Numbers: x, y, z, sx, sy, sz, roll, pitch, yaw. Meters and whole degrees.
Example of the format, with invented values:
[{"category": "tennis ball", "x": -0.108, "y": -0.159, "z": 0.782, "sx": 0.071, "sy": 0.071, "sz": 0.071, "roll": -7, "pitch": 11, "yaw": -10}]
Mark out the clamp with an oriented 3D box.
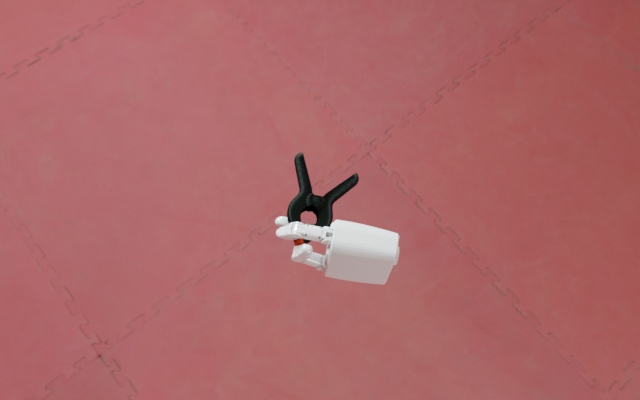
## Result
[{"category": "clamp", "x": 0.000, "y": 0.003, "z": 0.830, "sx": 0.120, "sy": 0.171, "sz": 0.039, "roll": 10, "pitch": -21, "yaw": 1}]
